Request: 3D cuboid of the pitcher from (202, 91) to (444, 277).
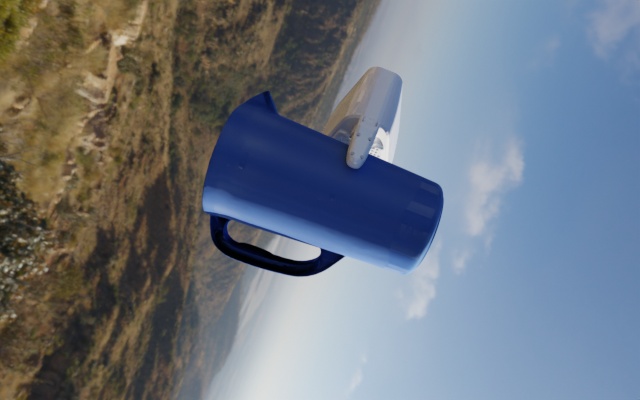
[{"bbox_3d":[0.000,0.002,0.530,0.243,0.145,0.149,21,-37,1],"label":"pitcher"}]
